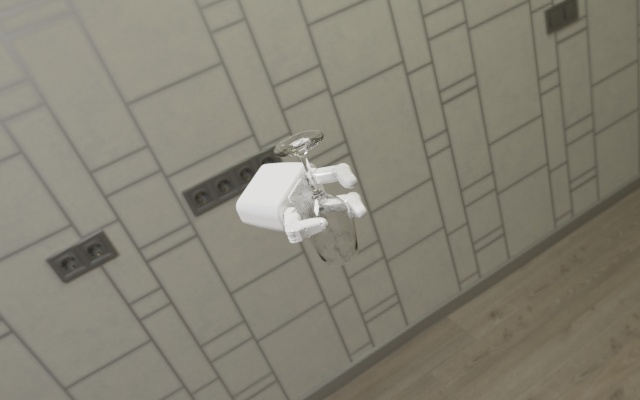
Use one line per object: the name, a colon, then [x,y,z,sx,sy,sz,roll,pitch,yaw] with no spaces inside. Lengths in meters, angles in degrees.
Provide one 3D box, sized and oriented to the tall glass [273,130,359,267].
tall glass: [0.000,0.002,0.710,0.079,0.201,0.079,-16,28,9]
